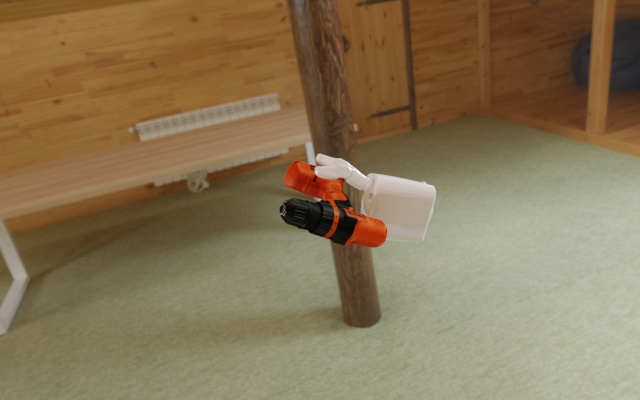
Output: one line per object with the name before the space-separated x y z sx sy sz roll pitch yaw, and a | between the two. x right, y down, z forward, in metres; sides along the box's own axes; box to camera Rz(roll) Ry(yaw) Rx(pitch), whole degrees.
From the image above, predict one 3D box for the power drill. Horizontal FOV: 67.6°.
power drill | 0.000 0.002 0.780 0.184 0.057 0.187 18 22 -29
